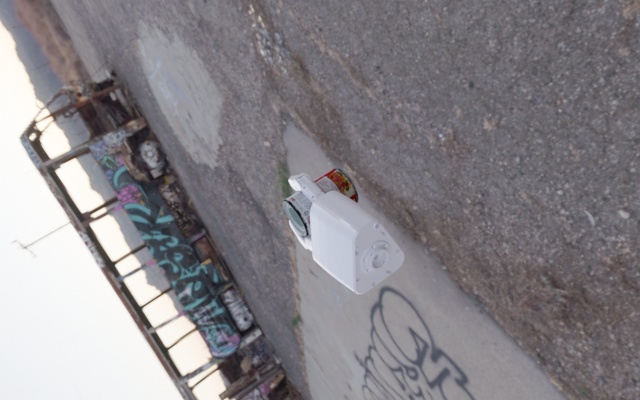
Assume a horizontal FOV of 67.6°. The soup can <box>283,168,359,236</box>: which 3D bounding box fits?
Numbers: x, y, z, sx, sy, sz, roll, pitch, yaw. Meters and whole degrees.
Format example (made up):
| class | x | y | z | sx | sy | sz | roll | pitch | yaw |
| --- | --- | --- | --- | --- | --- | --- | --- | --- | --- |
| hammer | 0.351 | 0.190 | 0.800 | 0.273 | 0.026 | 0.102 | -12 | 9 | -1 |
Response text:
| class | x | y | z | sx | sy | sz | roll | pitch | yaw |
| --- | --- | --- | --- | --- | --- | --- | --- | --- | --- |
| soup can | 0.000 | 0.002 | 0.757 | 0.102 | 0.068 | 0.068 | -33 | 11 | -17 |
